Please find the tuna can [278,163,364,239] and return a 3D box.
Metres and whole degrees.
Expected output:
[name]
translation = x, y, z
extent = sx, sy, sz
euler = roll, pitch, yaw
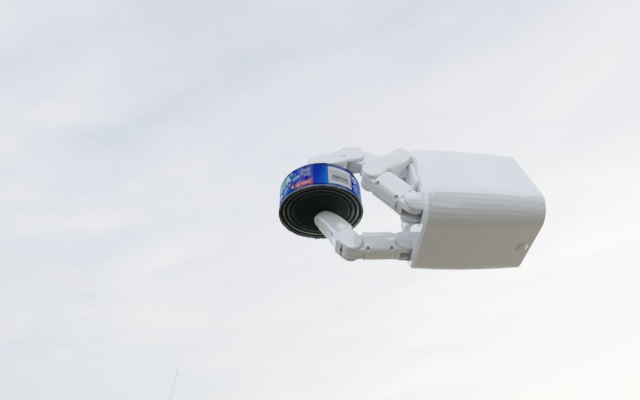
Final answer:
[tuna can]
translation = 0.000, 0.001, 0.490
extent = 0.086, 0.033, 0.086
euler = -1, -40, -1
